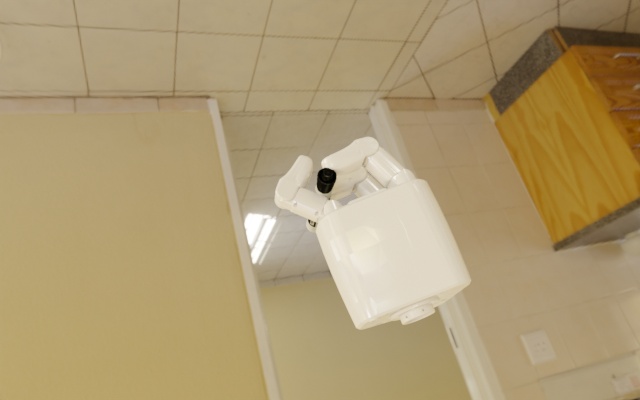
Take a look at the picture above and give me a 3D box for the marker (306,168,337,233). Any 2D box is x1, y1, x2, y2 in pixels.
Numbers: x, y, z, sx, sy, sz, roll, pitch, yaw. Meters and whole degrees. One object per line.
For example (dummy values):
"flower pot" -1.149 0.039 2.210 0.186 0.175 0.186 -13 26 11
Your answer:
"marker" 0.000 0.002 0.497 0.020 0.020 0.121 0 -27 -8
